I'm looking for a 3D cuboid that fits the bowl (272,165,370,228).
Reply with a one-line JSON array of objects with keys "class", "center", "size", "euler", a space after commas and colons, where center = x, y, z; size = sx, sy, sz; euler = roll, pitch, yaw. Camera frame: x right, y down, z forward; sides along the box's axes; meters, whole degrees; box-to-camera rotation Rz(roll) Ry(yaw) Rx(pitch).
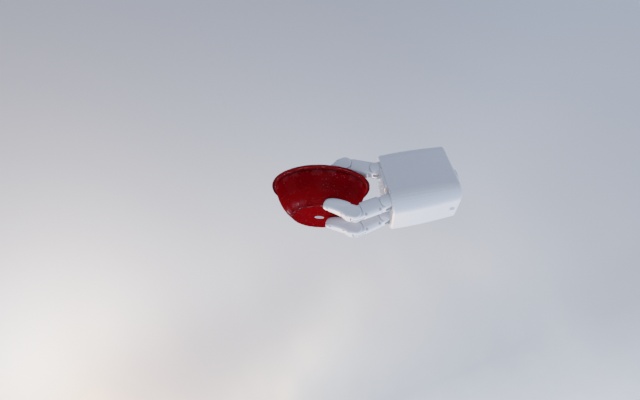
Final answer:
[{"class": "bowl", "center": [-0.001, 0.003, 0.778], "size": [0.162, 0.055, 0.162], "euler": [1, -24, 1]}]
